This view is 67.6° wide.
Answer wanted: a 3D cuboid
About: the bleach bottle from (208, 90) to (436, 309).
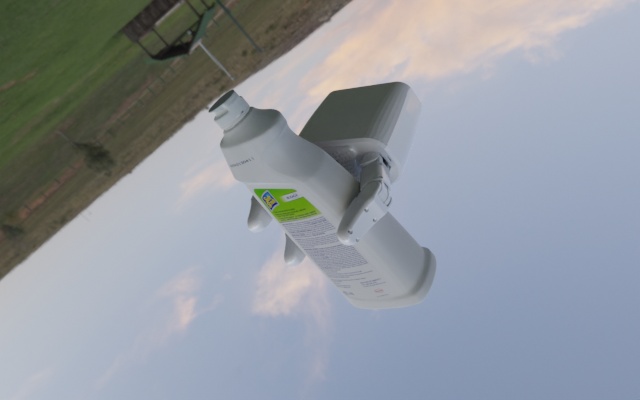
[{"bbox_3d":[0.000,0.002,0.438,0.102,0.068,0.251,-17,-55,41],"label":"bleach bottle"}]
